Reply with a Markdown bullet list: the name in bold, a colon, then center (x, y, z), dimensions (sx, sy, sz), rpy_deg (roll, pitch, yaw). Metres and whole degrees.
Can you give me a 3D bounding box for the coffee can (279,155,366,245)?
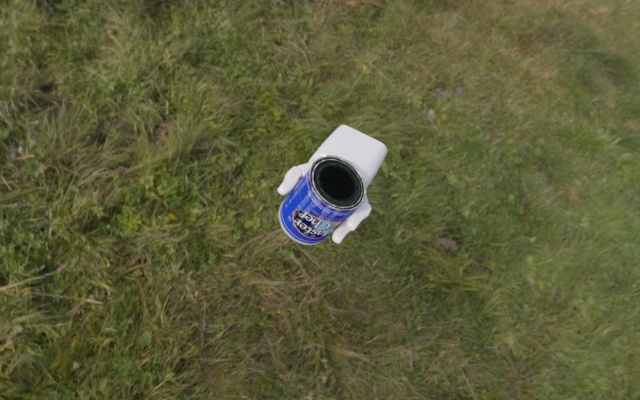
- **coffee can**: center (0.000, 0.003, 0.820), dimensions (0.103, 0.102, 0.140), rpy_deg (0, -27, -28)
